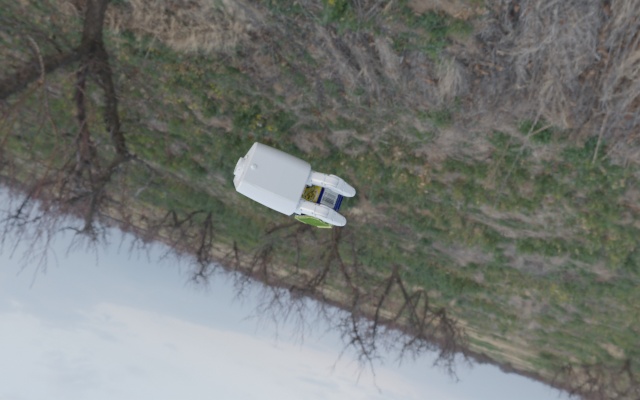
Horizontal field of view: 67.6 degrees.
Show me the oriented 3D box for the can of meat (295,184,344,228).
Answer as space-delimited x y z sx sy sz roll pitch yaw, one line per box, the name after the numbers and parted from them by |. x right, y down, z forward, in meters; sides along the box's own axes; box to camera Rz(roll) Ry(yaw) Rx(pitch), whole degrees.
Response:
0.000 0.003 0.886 0.057 0.084 0.102 25 -11 -20 | can of meat
